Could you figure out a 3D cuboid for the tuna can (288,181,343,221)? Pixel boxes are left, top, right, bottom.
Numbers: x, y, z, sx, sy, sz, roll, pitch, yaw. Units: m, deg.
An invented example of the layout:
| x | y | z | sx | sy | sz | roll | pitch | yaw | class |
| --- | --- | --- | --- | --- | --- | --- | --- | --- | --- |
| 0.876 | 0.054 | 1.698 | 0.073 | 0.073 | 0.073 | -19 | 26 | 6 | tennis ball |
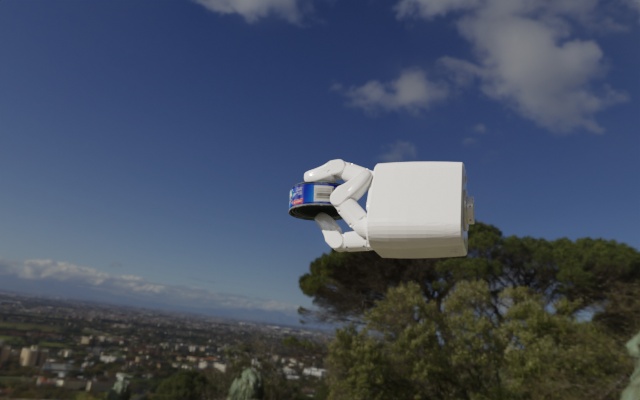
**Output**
| x | y | z | sx | sy | sz | roll | pitch | yaw | class |
| --- | --- | --- | --- | --- | --- | --- | --- | --- | --- |
| 0.000 | 0.002 | 0.647 | 0.086 | 0.033 | 0.086 | 1 | -16 | 0 | tuna can |
